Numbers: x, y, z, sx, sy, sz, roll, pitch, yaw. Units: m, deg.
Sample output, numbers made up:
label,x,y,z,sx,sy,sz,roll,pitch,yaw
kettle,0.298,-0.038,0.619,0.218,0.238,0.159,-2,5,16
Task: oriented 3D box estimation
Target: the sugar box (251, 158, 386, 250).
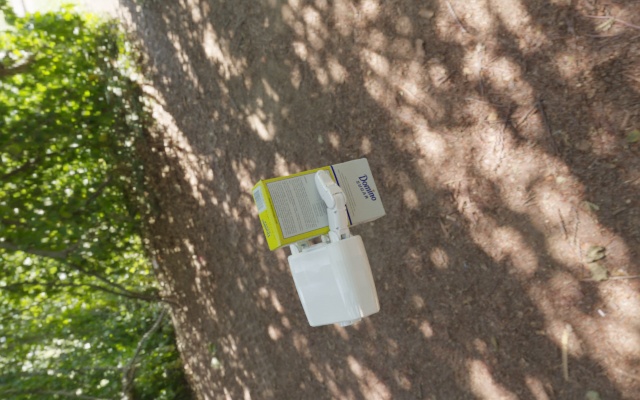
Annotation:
label,x,y,z,sx,sy,sz,roll,pitch,yaw
sugar box,0.000,0.003,0.678,0.176,0.093,0.048,-13,-9,-31
